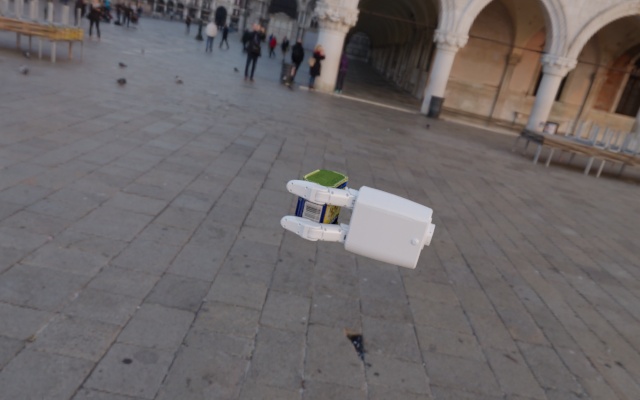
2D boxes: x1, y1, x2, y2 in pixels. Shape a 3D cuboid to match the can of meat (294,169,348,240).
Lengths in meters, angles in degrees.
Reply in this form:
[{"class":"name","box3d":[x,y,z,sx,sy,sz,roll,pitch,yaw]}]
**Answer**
[{"class":"can of meat","box3d":[0.000,0.002,0.737,0.057,0.084,0.102,18,19,15]}]
